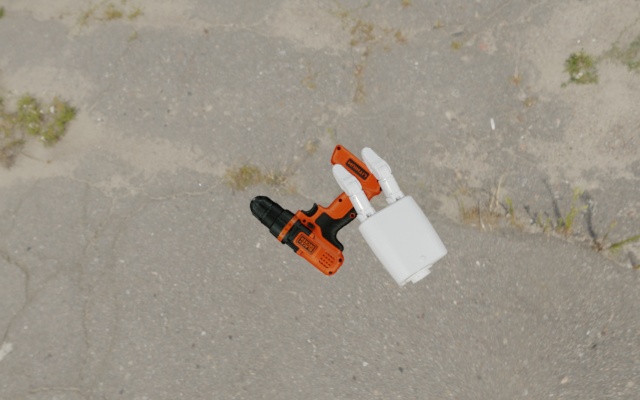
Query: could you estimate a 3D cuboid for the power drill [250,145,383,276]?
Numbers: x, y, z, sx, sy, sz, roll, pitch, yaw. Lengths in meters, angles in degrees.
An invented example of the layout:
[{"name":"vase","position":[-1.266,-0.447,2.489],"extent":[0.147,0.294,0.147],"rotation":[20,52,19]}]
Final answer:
[{"name":"power drill","position":[0.001,0.002,0.790],"extent":[0.184,0.187,0.057],"rotation":[38,2,3]}]
